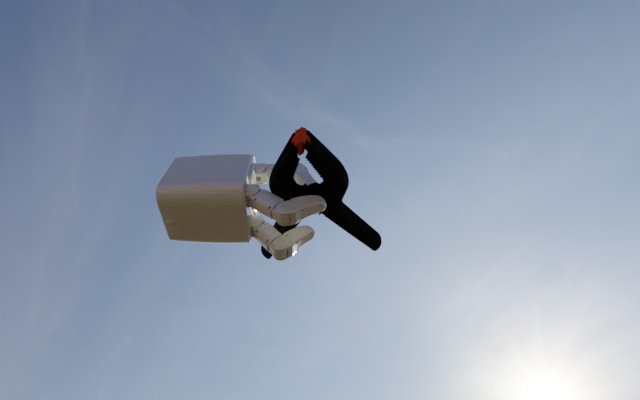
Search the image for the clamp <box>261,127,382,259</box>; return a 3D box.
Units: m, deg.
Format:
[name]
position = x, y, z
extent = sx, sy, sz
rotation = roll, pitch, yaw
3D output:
[clamp]
position = 0.000, 0.001, 0.594
extent = 0.164, 0.036, 0.210
rotation = -1, -45, -1
